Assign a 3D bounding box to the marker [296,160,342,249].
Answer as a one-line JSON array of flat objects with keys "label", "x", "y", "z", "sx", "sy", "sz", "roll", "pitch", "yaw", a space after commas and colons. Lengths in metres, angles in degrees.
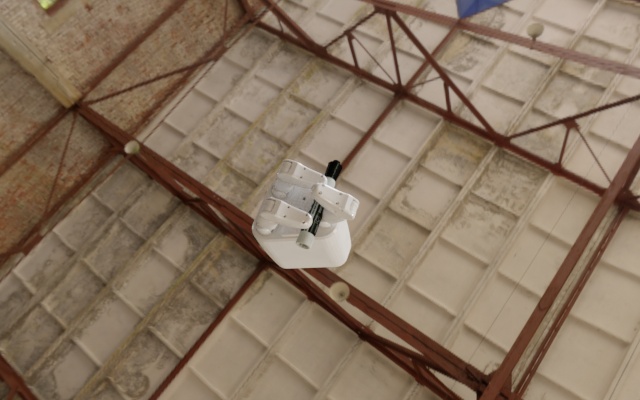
[{"label": "marker", "x": 0.000, "y": 0.002, "z": 0.578, "sx": 0.020, "sy": 0.121, "sz": 0.020, "roll": 18, "pitch": -25, "yaw": 9}]
